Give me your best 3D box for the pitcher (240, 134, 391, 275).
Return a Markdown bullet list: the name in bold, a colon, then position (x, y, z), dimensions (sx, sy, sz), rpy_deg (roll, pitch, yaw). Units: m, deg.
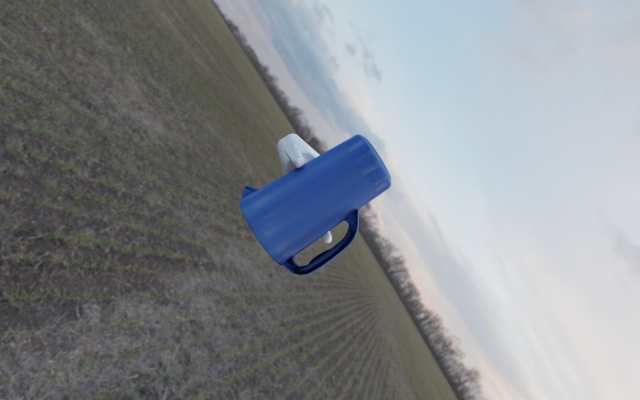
- **pitcher**: position (0.000, 0.003, 0.814), dimensions (0.243, 0.149, 0.145), rpy_deg (-32, 32, 1)
